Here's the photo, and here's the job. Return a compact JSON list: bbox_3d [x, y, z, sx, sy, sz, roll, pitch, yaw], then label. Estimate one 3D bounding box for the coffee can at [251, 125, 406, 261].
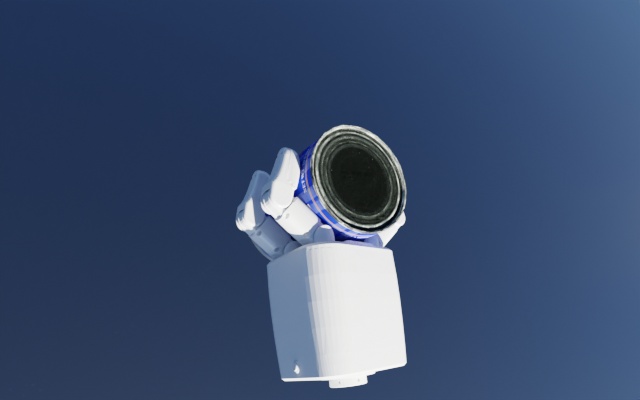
[{"bbox_3d":[0.000,0.001,0.474,0.103,0.102,0.140,0,-18,-33],"label":"coffee can"}]
